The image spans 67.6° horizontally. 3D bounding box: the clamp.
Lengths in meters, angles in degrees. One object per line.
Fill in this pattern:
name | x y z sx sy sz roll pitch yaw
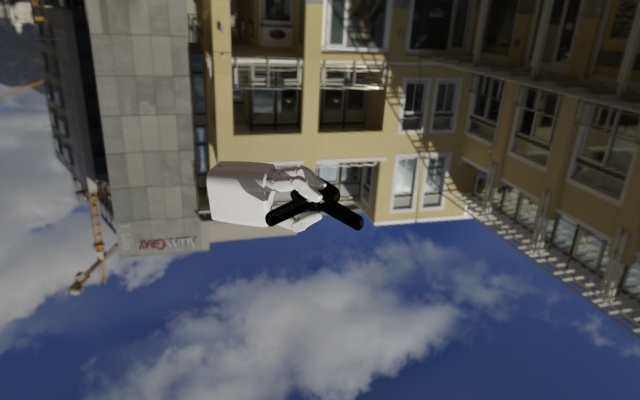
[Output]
clamp | 0.000 0.003 0.874 0.164 0.036 0.210 6 23 5
